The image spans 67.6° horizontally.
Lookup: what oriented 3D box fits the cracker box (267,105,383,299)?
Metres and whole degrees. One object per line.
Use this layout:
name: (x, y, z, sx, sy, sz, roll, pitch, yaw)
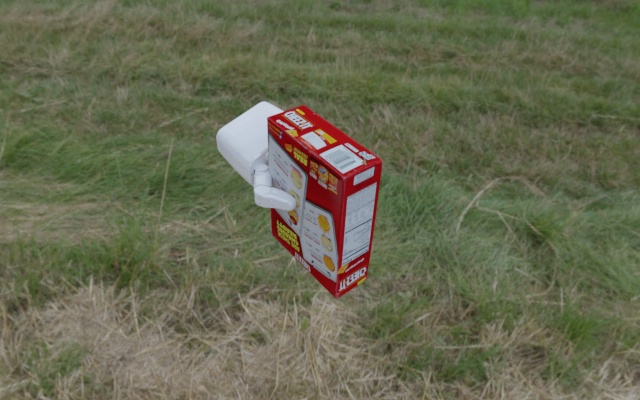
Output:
cracker box: (0.000, 0.002, 0.655, 0.072, 0.214, 0.164, -26, 47, -28)
